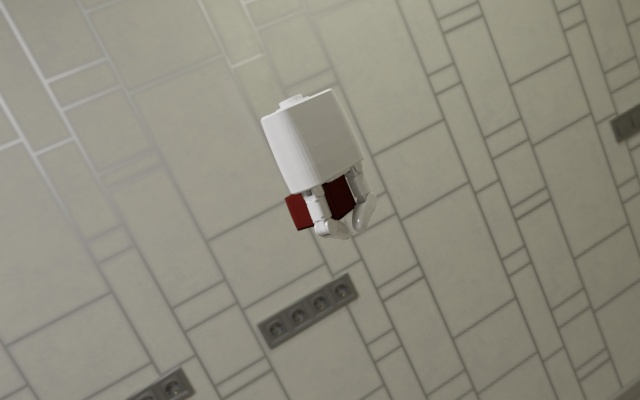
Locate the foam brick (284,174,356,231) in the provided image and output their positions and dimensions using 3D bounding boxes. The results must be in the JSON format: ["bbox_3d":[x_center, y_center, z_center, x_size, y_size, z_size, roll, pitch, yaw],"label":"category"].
[{"bbox_3d":[0.000,0.002,0.662,0.078,0.051,0.053,-18,11,36],"label":"foam brick"}]
